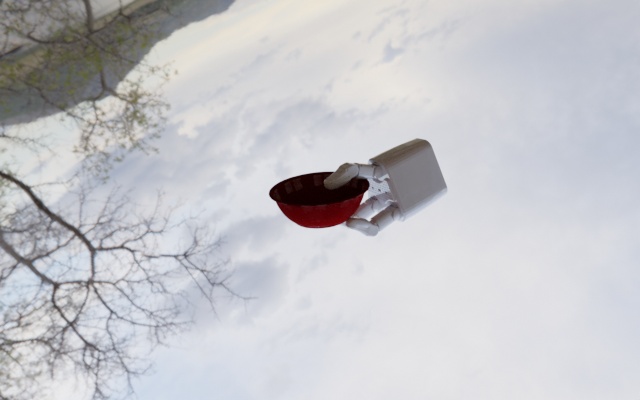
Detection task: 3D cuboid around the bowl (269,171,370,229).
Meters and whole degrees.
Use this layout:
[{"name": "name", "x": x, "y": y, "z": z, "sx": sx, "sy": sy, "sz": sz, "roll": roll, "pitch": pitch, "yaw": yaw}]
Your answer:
[{"name": "bowl", "x": -0.001, "y": 0.003, "z": 0.769, "sx": 0.162, "sy": 0.055, "sz": 0.162, "roll": -5, "pitch": 20, "yaw": 2}]
